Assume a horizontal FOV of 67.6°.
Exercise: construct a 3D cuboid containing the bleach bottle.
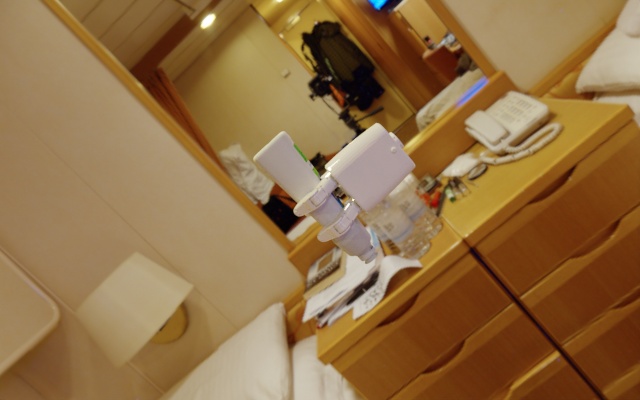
[{"bbox_3d":[0.000,0.003,0.774,0.068,0.251,0.102,-42,10,4],"label":"bleach bottle"}]
